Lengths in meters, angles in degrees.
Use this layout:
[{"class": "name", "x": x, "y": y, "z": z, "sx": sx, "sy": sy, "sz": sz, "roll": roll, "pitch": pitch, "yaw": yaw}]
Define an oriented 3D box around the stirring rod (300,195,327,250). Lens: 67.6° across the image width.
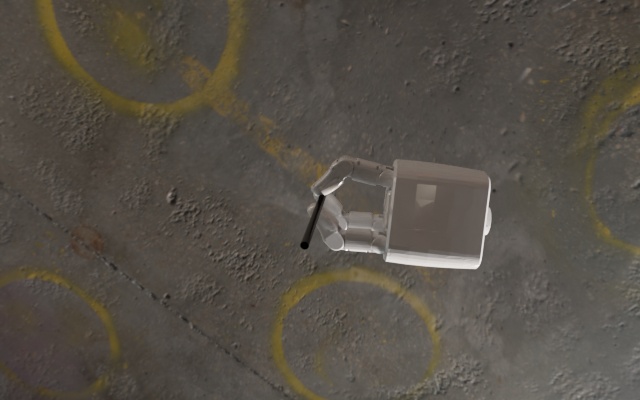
[{"class": "stirring rod", "x": 0.000, "y": 0.002, "z": 0.541, "sx": 0.011, "sy": 0.011, "sz": 0.239, "roll": 0, "pitch": 19, "yaw": 7}]
